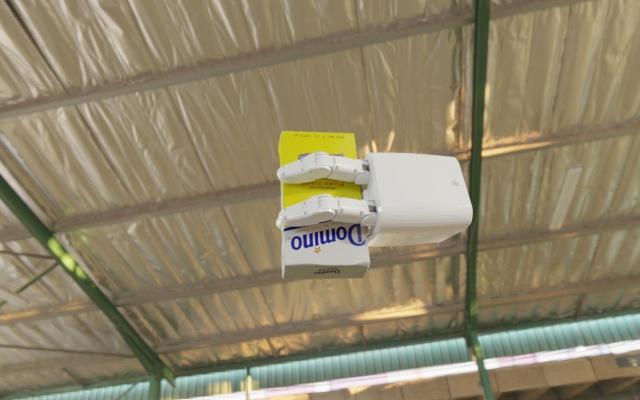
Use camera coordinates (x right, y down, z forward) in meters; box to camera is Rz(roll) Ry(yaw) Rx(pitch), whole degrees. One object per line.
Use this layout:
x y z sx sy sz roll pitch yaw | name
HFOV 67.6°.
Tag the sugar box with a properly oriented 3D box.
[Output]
0.000 0.001 0.550 0.093 0.176 0.048 0 -33 -8 | sugar box
